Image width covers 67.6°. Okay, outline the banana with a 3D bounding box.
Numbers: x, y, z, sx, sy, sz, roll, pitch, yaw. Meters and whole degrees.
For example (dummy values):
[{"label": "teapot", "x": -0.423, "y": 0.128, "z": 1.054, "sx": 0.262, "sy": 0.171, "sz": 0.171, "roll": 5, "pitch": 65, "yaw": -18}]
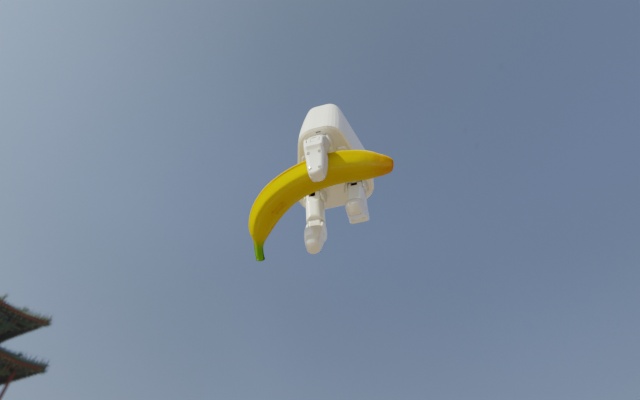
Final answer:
[{"label": "banana", "x": -0.014, "y": -0.011, "z": 0.544, "sx": 0.198, "sy": 0.069, "sz": 0.037, "roll": -35, "pitch": 13, "yaw": 16}]
